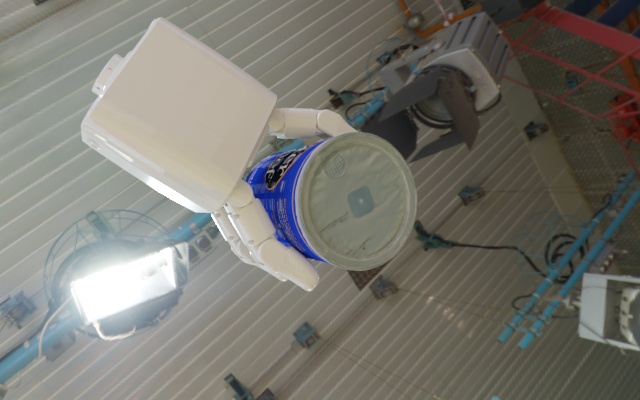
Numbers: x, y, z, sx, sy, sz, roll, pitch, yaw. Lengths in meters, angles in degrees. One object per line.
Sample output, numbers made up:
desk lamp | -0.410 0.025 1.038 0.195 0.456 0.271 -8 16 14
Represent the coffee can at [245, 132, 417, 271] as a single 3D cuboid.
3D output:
coffee can | 0.000 0.001 0.414 0.103 0.103 0.140 0 -1 -26
